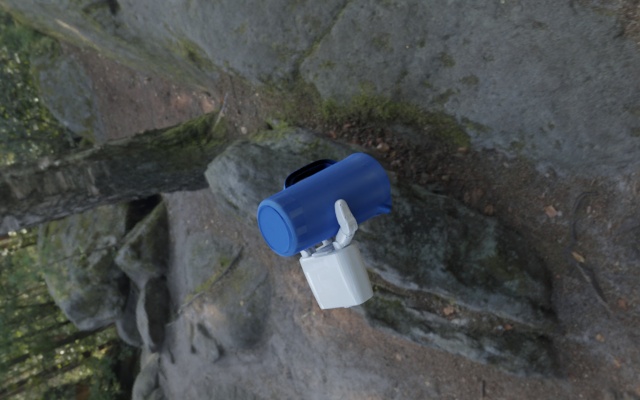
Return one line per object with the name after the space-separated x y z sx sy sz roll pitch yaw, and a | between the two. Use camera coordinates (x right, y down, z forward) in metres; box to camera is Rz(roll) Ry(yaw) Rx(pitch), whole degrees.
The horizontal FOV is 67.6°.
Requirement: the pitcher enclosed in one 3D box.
0.000 0.003 0.892 0.243 0.145 0.149 -25 8 -36 | pitcher
